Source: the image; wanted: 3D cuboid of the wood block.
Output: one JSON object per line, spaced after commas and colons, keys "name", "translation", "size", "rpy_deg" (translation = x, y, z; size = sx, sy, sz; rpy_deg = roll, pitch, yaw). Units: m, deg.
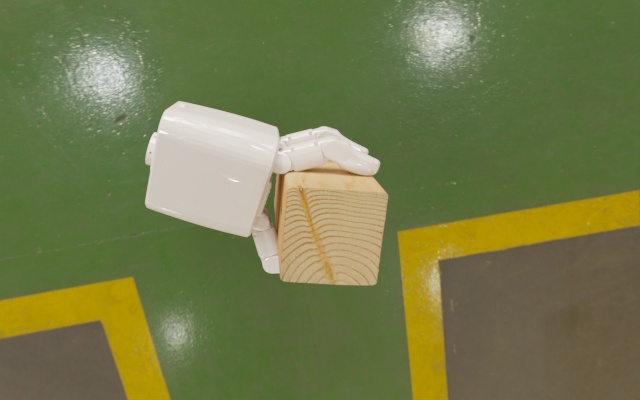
{"name": "wood block", "translation": [0.000, 0.002, 0.512], "size": [0.090, 0.091, 0.206], "rpy_deg": [4, 18, -8]}
